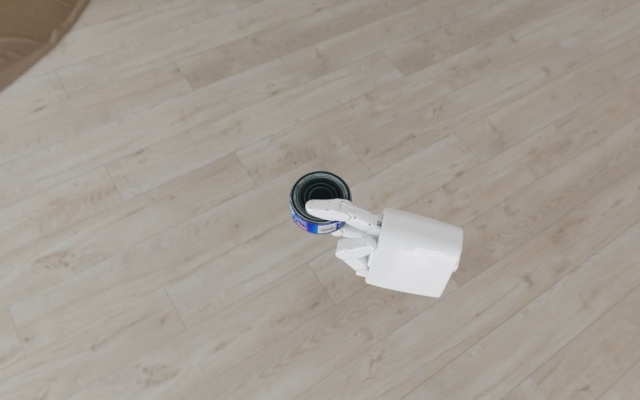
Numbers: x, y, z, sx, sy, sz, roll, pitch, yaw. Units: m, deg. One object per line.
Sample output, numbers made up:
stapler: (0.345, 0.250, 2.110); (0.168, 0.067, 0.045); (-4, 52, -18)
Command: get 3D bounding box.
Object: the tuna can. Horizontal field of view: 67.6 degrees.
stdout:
tuna can: (0.000, 0.002, 0.656); (0.086, 0.086, 0.034); (0, -30, -1)
